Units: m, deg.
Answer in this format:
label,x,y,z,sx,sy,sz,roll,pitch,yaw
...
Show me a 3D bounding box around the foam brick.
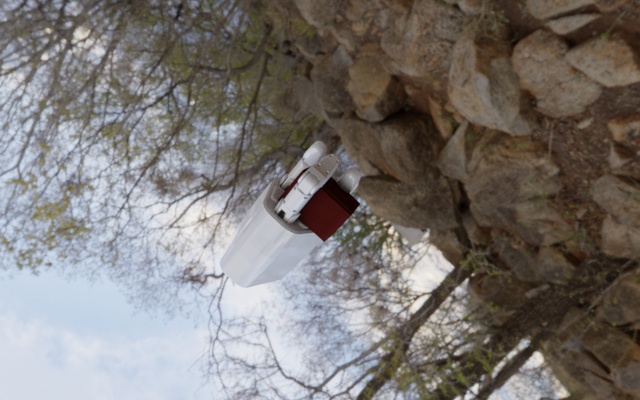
label,x,y,z,sx,sy,sz,roll,pitch,yaw
foam brick,0.000,0.002,0.578,0.078,0.051,0.053,42,20,5
